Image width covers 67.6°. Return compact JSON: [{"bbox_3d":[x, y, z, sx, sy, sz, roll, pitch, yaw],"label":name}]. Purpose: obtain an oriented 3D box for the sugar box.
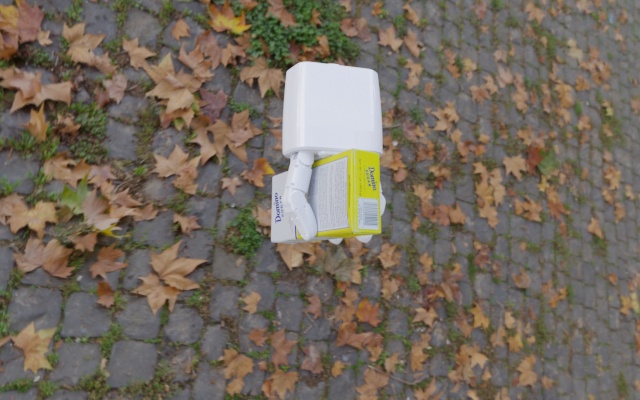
[{"bbox_3d":[0.001,0.002,0.583,0.048,0.093,0.176,6,-10,-32],"label":"sugar box"}]
